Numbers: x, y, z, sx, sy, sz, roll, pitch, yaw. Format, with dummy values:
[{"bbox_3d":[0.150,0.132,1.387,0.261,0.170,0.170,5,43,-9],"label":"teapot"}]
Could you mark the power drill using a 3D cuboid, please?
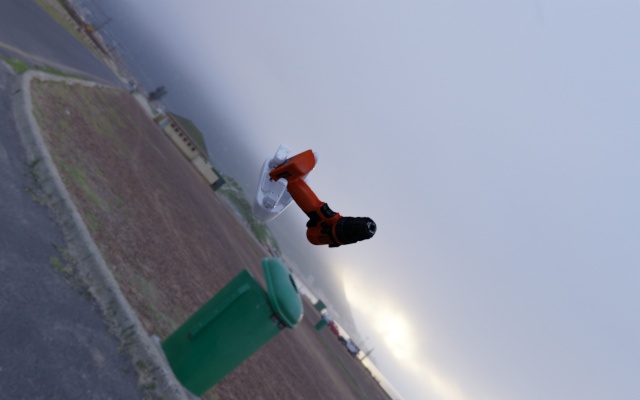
[{"bbox_3d":[0.000,0.002,0.864,0.057,0.188,0.184,-41,16,-34],"label":"power drill"}]
